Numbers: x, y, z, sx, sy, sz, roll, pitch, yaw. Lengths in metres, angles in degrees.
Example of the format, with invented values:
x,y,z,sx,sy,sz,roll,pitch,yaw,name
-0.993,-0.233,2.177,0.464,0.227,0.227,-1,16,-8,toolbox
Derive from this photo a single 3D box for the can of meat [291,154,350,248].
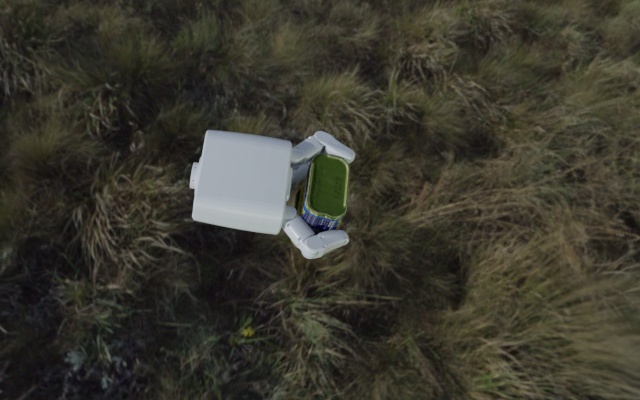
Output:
x,y,z,sx,sy,sz,roll,pitch,yaw,name
0.000,0.002,0.618,0.057,0.102,0.084,12,-36,-8,can of meat
